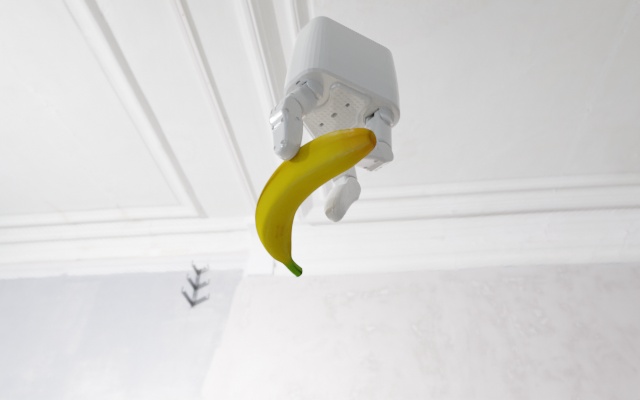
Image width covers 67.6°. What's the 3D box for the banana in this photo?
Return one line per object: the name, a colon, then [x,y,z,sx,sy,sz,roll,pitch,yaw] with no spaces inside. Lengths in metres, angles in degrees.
banana: [-0.019,-0.002,0.430,0.069,0.037,0.198,18,-44,-10]
